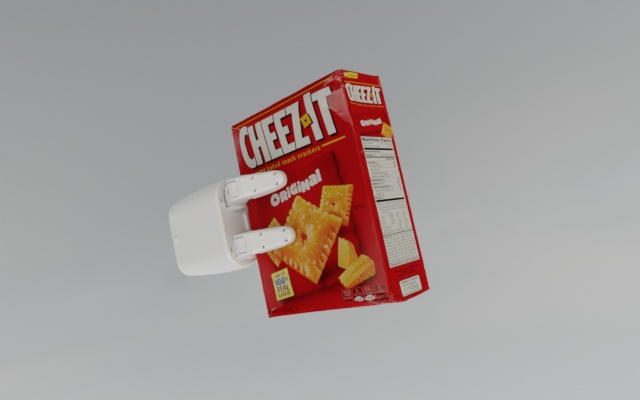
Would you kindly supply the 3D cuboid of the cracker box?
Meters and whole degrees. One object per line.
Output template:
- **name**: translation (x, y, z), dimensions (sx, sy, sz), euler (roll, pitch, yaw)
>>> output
- **cracker box**: translation (0.000, 0.002, 0.481), dimensions (0.164, 0.213, 0.072), euler (-17, -7, 40)
